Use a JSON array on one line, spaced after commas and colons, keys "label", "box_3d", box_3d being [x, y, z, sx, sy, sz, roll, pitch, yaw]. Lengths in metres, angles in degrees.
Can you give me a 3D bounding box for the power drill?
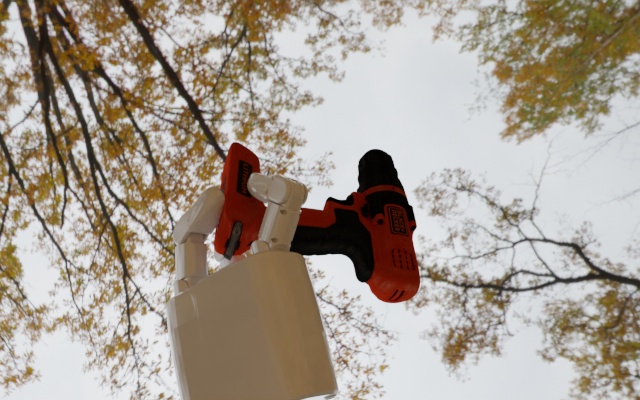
[{"label": "power drill", "box_3d": [0.000, 0.002, 0.455, 0.187, 0.184, 0.057, 11, -46, -14]}]
